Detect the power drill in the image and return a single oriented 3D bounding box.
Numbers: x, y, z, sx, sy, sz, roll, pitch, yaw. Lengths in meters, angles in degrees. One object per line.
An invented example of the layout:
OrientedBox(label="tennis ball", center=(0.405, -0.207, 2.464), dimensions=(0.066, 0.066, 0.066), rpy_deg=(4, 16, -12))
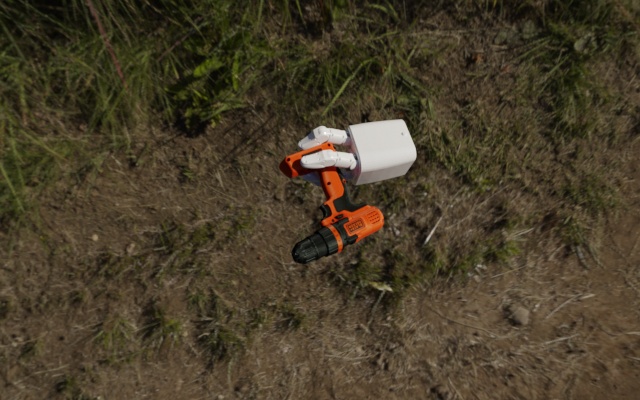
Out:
OrientedBox(label="power drill", center=(0.000, 0.002, 0.844), dimensions=(0.184, 0.187, 0.057), rpy_deg=(-23, -8, -27))
